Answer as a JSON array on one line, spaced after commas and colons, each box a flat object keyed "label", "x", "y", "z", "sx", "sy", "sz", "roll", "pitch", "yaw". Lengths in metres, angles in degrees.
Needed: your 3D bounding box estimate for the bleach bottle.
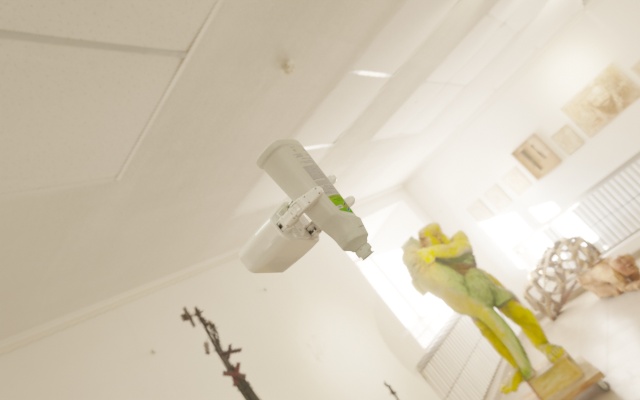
[{"label": "bleach bottle", "x": 0.000, "y": 0.003, "z": 0.839, "sx": 0.068, "sy": 0.250, "sz": 0.102, "roll": -46, "pitch": -14, "yaw": 25}]
